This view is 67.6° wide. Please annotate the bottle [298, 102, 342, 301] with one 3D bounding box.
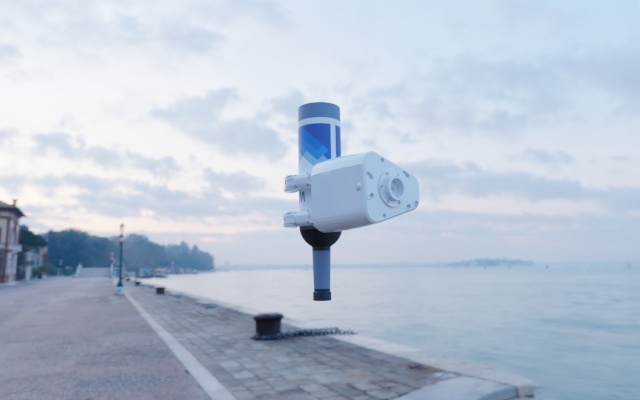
[{"bbox_3d":[0.000,0.002,0.726,0.069,0.295,0.069,-1,-8,0],"label":"bottle"}]
